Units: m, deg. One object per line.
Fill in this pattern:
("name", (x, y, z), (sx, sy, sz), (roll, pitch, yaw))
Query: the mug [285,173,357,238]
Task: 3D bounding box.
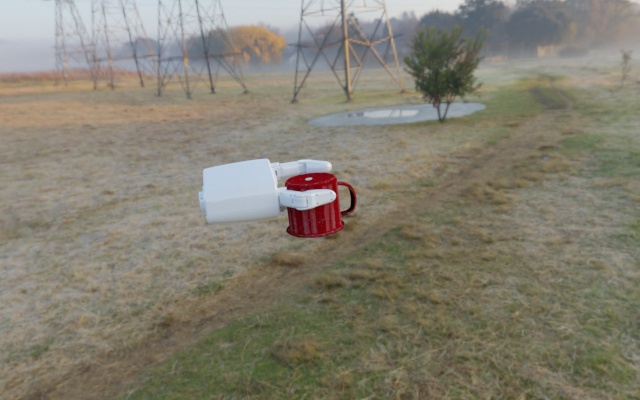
("mug", (0.002, 0.002, 0.744), (0.117, 0.081, 0.093), (-9, 16, -11))
